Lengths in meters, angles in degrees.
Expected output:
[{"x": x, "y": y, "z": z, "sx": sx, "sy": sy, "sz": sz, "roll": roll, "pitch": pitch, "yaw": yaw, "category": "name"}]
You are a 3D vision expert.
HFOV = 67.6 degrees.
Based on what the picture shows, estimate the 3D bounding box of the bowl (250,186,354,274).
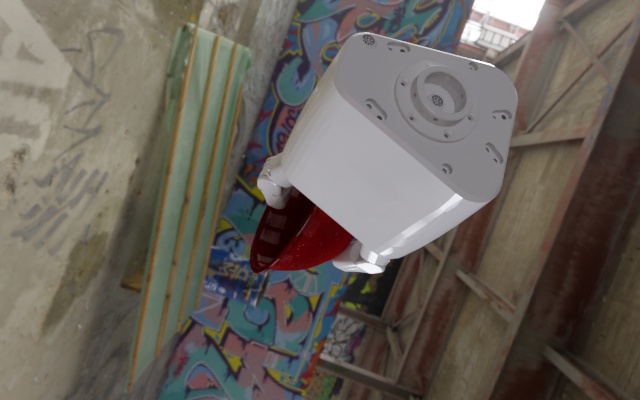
[{"x": 0.000, "y": 0.002, "z": 0.424, "sx": 0.055, "sy": 0.162, "sz": 0.162, "roll": 29, "pitch": -9, "yaw": -17, "category": "bowl"}]
